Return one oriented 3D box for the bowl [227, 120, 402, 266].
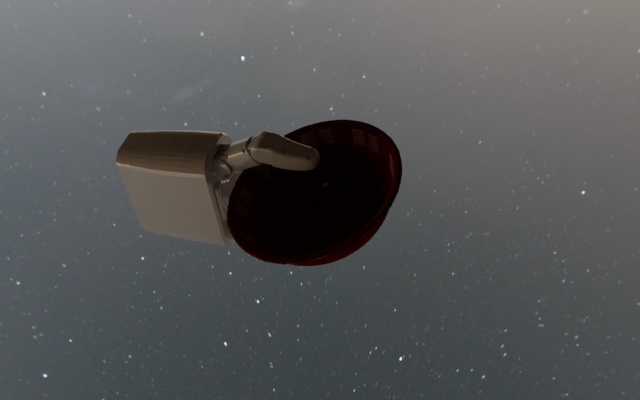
[{"bbox_3d":[0.001,0.002,0.430,0.162,0.162,0.055,0,-39,27],"label":"bowl"}]
